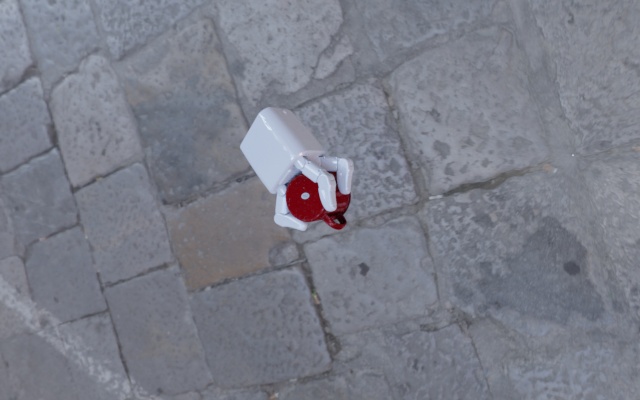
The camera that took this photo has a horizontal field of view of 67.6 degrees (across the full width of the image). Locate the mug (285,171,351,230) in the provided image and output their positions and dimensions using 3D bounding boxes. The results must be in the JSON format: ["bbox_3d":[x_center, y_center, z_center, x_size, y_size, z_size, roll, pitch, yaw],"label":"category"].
[{"bbox_3d":[0.001,0.004,0.814,0.093,0.117,0.081,-42,-16,25],"label":"mug"}]
